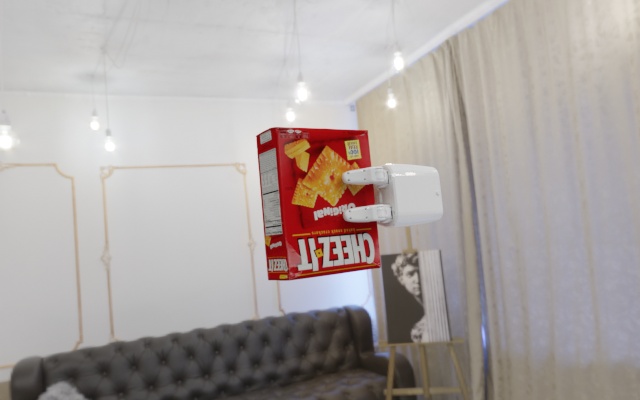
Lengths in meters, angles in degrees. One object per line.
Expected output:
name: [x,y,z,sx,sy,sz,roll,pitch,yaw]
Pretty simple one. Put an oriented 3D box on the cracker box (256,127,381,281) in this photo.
cracker box: [0.000,0.002,0.703,0.164,0.213,0.072,-2,-6,-33]
